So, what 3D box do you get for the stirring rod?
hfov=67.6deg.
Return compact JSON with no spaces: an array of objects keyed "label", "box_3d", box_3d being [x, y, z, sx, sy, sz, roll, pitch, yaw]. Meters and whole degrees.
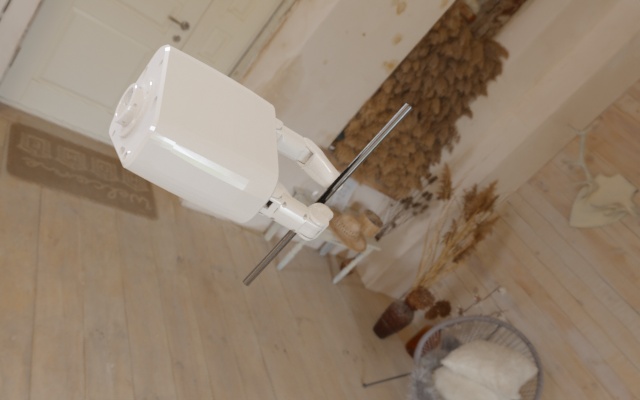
[{"label":"stirring rod","box_3d":[0.000,0.002,0.454,0.239,0.011,0.011,-47,-19,19]}]
